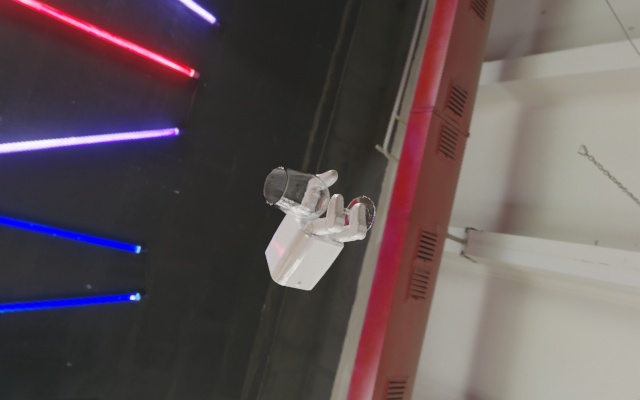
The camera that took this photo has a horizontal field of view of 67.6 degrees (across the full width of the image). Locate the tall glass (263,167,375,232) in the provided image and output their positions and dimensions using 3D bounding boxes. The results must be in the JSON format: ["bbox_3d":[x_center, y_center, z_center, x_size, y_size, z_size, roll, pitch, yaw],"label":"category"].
[{"bbox_3d":[0.001,0.003,0.809,0.201,0.079,0.079,21,-14,-40],"label":"tall glass"}]
